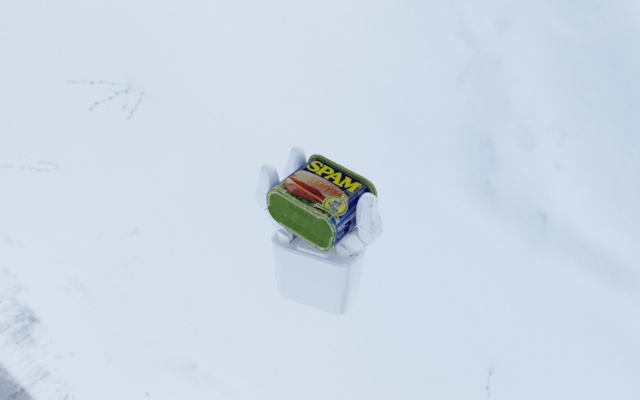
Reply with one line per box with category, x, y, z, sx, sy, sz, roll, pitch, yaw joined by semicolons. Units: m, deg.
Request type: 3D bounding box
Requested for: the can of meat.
can of meat;0.000;0.002;0.552;0.102;0.057;0.084;30;48;24
